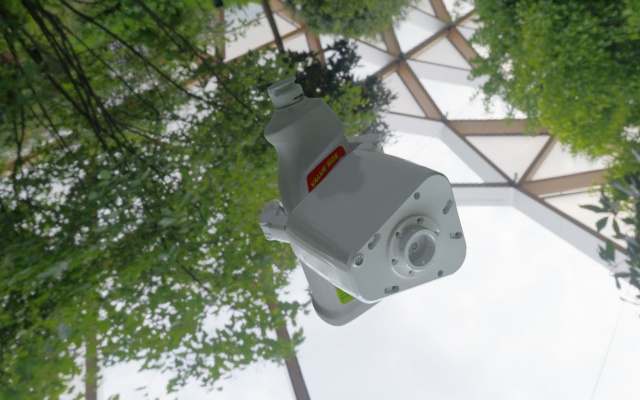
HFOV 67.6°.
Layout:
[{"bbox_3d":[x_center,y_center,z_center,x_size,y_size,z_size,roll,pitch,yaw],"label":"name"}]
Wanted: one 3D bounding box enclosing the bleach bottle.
[{"bbox_3d":[0.000,0.002,0.489,0.102,0.251,0.068,-30,25,-19],"label":"bleach bottle"}]
